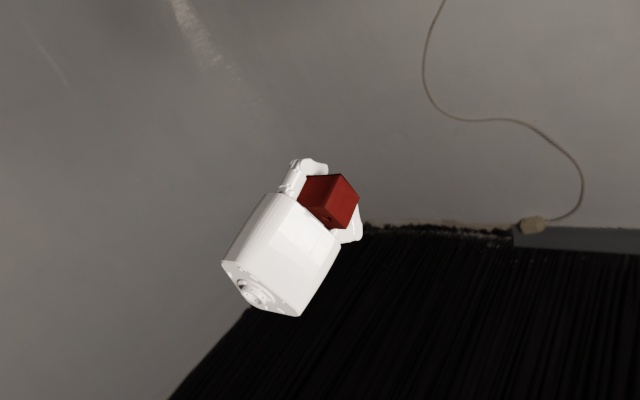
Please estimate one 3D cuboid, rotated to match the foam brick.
[{"bbox_3d":[0.000,0.002,0.609,0.078,0.051,0.053,-1,-36,42],"label":"foam brick"}]
